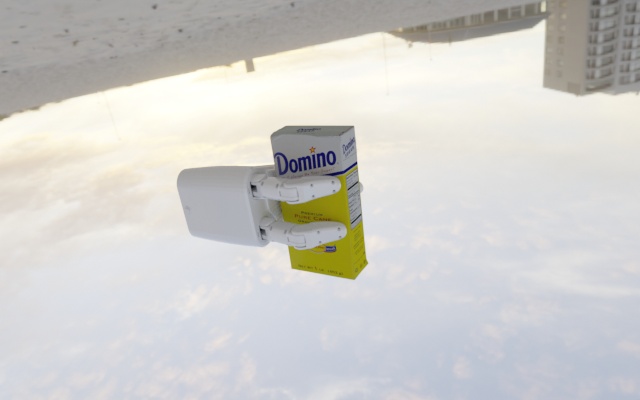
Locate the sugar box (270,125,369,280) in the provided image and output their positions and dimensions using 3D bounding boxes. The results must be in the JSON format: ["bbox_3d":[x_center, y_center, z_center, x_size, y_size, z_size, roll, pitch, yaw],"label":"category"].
[{"bbox_3d":[0.000,0.002,0.559,0.093,0.176,0.048,4,27,29],"label":"sugar box"}]
